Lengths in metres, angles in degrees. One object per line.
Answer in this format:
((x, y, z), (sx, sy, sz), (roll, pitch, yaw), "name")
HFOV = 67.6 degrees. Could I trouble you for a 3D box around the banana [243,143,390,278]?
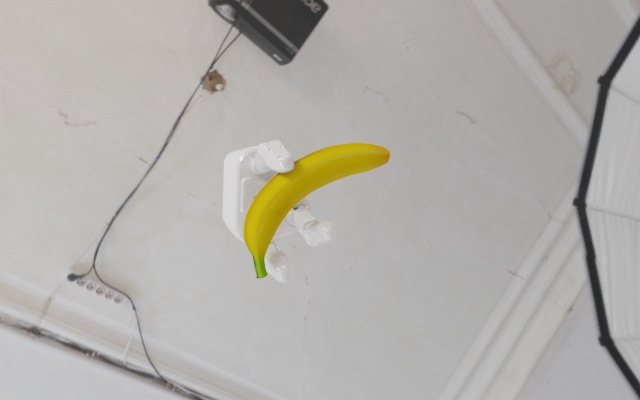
((-0.014, -0.010, 0.501), (0.198, 0.069, 0.037), (-42, 14, -14), "banana")
